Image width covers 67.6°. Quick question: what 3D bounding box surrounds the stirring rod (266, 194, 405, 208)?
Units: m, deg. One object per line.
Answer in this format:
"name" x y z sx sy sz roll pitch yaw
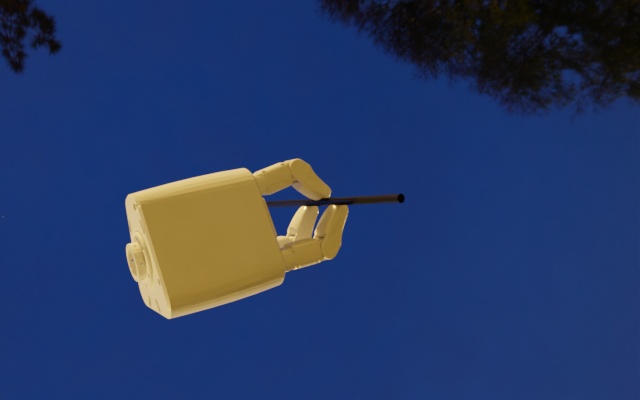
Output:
"stirring rod" 0.000 0.002 0.494 0.011 0.011 0.239 0 -2 -34
